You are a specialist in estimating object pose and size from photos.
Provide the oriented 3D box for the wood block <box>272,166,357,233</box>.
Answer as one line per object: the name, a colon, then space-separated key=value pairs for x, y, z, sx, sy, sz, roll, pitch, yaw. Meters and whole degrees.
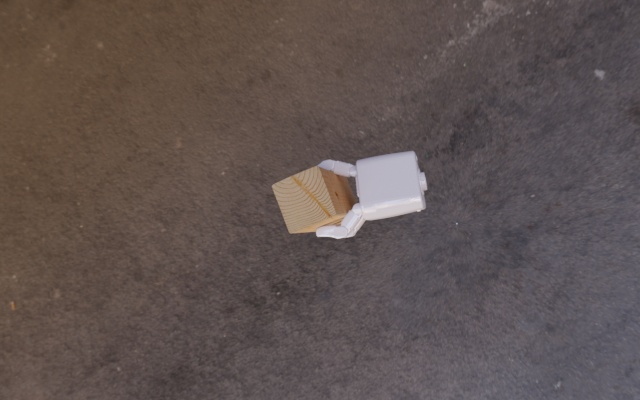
wood block: x=0.000 y=0.002 z=0.883 sx=0.090 sy=0.091 sz=0.206 roll=-23 pitch=-8 yaw=14
